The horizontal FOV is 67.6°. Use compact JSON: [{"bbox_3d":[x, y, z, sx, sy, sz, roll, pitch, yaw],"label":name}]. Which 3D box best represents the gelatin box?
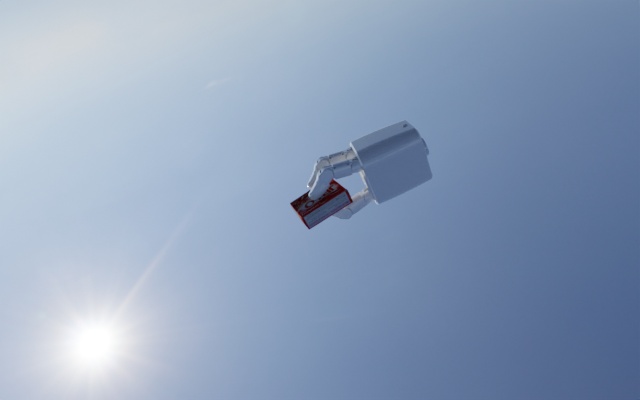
[{"bbox_3d":[0.000,0.003,0.803,0.089,0.030,0.073,-33,27,-6],"label":"gelatin box"}]
